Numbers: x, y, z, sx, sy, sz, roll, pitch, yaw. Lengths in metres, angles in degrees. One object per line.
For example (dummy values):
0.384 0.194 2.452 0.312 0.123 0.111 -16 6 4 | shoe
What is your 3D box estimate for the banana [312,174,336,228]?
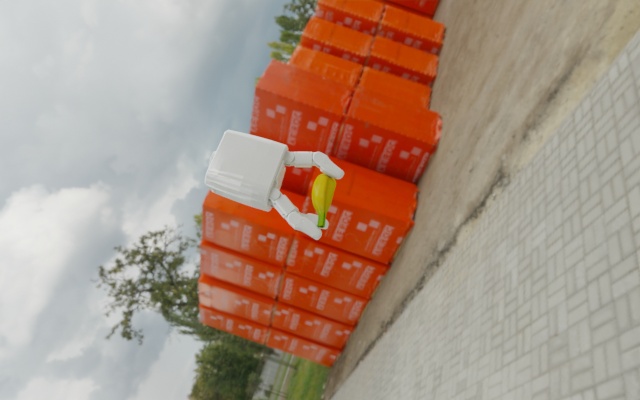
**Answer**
0.005 -0.014 0.824 0.037 0.070 0.197 15 14 1 | banana
